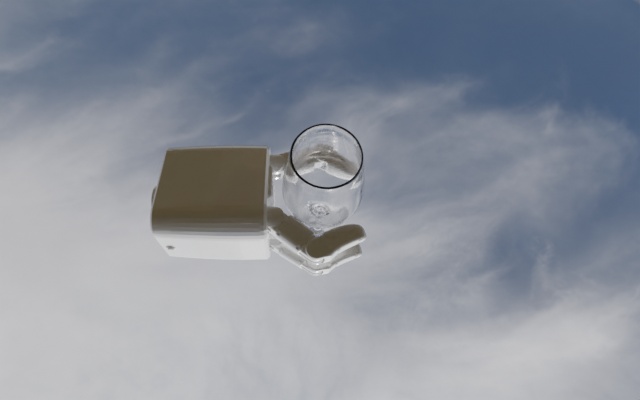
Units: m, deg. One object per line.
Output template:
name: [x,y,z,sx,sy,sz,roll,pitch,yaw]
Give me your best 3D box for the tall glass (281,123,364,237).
tall glass: [0.000,0.002,0.486,0.079,0.079,0.201,0,-23,-4]
